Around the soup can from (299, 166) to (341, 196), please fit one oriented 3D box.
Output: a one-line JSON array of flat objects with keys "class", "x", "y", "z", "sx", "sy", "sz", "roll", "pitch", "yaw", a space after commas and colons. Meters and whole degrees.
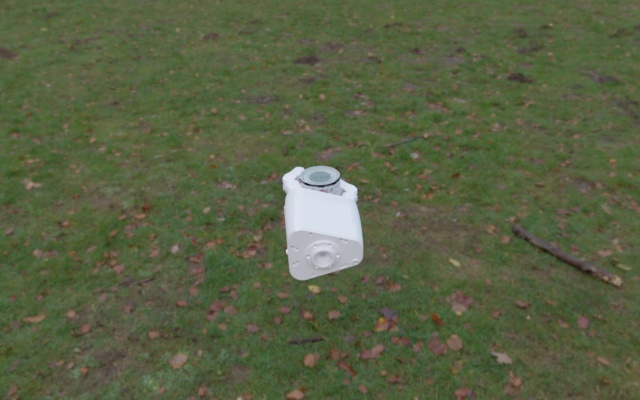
[{"class": "soup can", "x": 0.000, "y": 0.002, "z": 0.793, "sx": 0.068, "sy": 0.102, "sz": 0.068, "roll": -1, "pitch": 31, "yaw": 1}]
